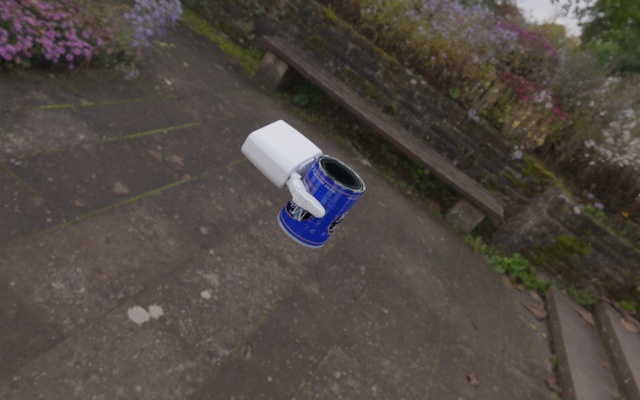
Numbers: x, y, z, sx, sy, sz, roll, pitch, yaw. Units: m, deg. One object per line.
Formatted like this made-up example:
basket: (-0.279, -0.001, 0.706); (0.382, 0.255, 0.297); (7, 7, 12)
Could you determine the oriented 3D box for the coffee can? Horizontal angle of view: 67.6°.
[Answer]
coffee can: (0.000, 0.003, 0.869); (0.103, 0.140, 0.102); (29, 25, -15)
